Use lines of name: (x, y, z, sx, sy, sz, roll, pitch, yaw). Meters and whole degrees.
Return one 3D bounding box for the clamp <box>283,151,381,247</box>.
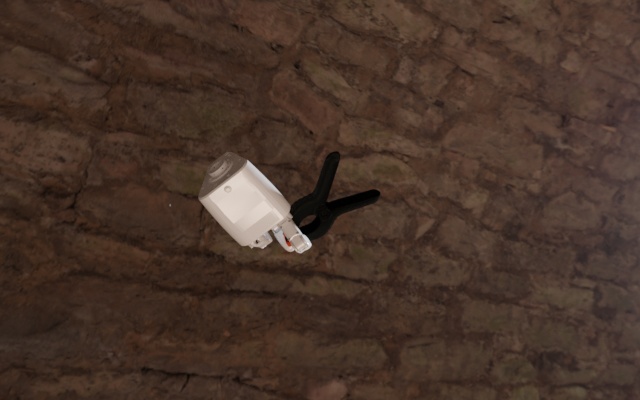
clamp: (0.000, 0.002, 0.758, 0.171, 0.120, 0.039, -36, 28, 5)
